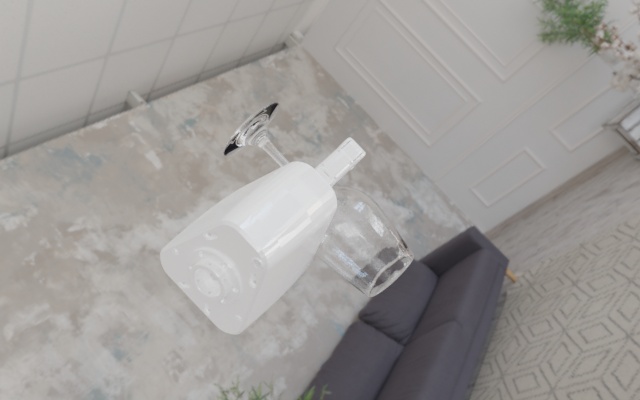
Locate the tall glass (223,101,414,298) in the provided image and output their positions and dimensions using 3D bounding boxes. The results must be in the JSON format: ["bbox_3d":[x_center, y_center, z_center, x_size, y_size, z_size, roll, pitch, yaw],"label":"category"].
[{"bbox_3d":[0.000,0.001,0.467,0.079,0.201,0.079,-44,-1,-1],"label":"tall glass"}]
